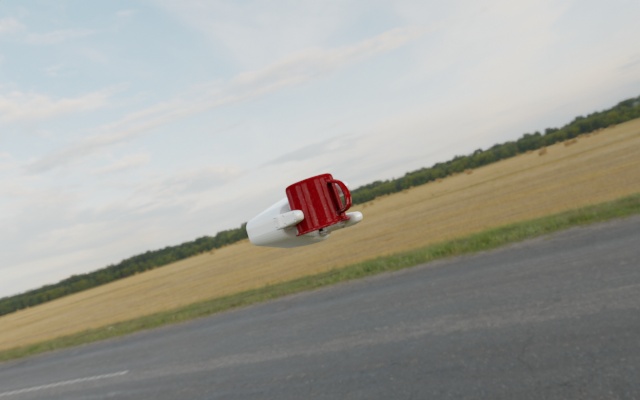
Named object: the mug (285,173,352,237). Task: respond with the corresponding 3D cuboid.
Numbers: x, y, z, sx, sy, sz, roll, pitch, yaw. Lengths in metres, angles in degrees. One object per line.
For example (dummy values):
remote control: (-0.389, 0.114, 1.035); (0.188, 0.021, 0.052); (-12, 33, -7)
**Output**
mug: (0.001, 0.002, 0.764); (0.117, 0.081, 0.093); (-21, -4, 44)
